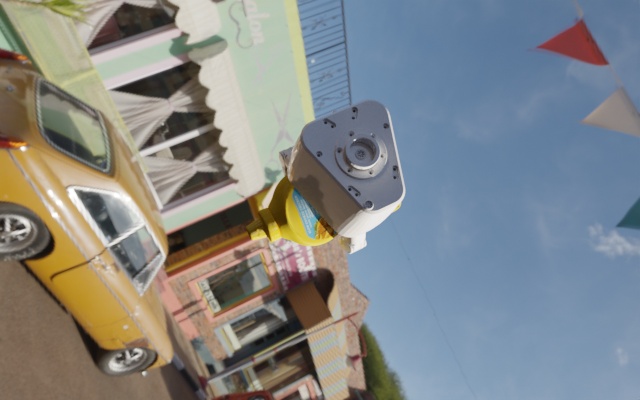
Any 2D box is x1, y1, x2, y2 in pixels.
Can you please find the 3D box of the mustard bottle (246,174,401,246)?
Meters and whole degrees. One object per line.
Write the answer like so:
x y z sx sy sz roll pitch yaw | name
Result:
0.000 0.002 0.588 0.191 0.096 0.058 -24 15 -14 | mustard bottle
